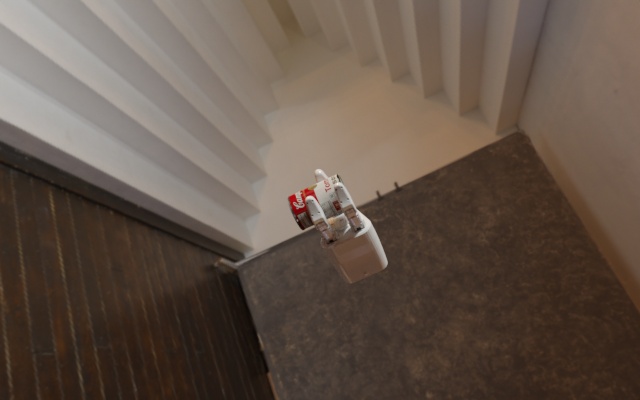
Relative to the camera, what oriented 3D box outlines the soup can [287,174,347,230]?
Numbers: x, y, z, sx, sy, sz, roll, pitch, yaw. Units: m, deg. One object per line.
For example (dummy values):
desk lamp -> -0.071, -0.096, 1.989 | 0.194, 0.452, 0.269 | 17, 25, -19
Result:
soup can -> 0.000, 0.002, 0.860 | 0.102, 0.068, 0.068 | -25, -3, 7
